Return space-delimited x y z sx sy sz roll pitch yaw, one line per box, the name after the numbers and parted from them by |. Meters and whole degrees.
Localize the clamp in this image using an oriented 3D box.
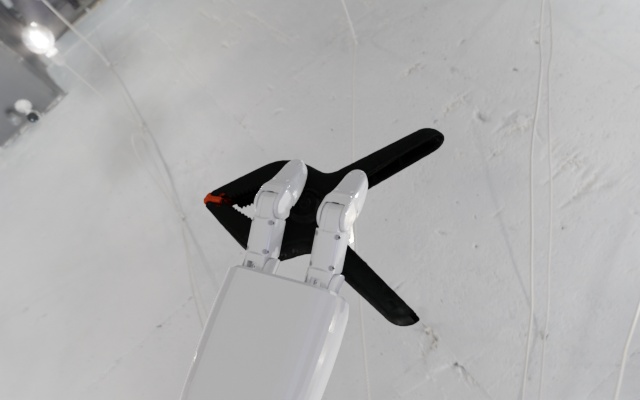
0.000 0.002 0.406 0.210 0.164 0.036 11 -23 25 | clamp
